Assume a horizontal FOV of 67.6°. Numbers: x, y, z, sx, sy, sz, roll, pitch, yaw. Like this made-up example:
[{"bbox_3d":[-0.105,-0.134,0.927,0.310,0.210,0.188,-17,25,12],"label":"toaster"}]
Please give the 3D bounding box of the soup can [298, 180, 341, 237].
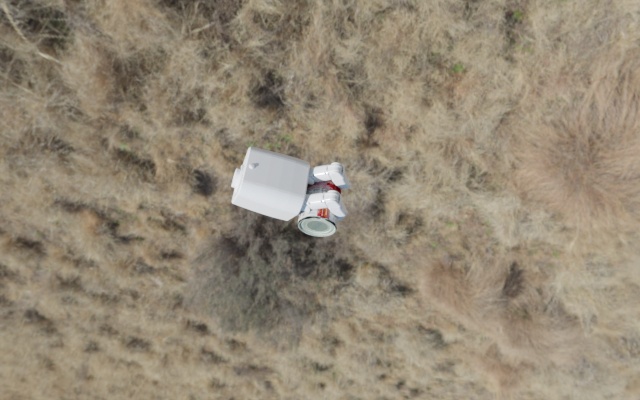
[{"bbox_3d":[0.001,0.003,0.826,0.068,0.102,0.068,6,-31,3],"label":"soup can"}]
